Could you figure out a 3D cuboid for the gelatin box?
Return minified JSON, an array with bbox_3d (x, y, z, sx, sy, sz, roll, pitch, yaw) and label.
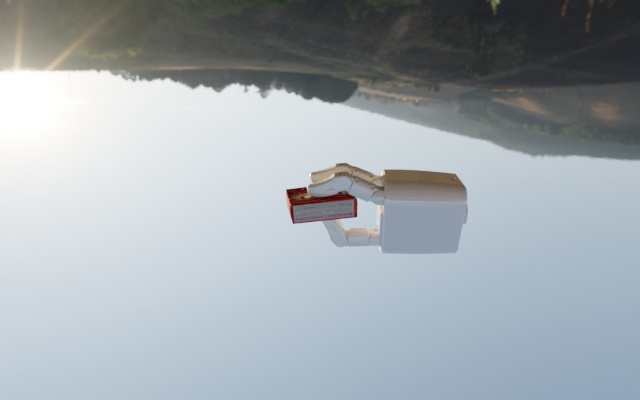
[{"bbox_3d":[0.000,0.003,0.651,0.089,0.030,0.073,-7,19,-7],"label":"gelatin box"}]
